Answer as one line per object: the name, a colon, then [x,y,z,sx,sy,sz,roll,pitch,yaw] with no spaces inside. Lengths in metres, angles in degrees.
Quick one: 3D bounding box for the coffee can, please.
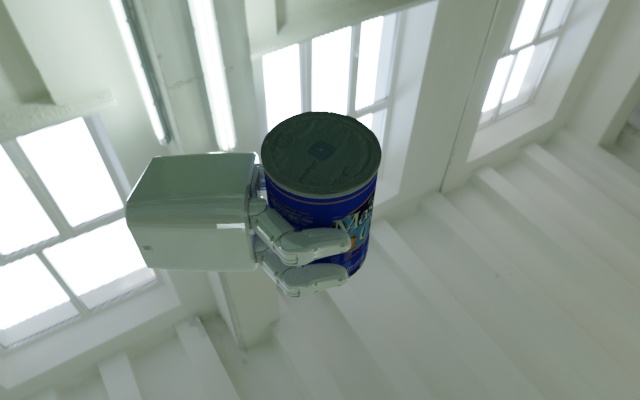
coffee can: [0.000,0.001,0.457,0.103,0.102,0.140,0,-41,-1]
